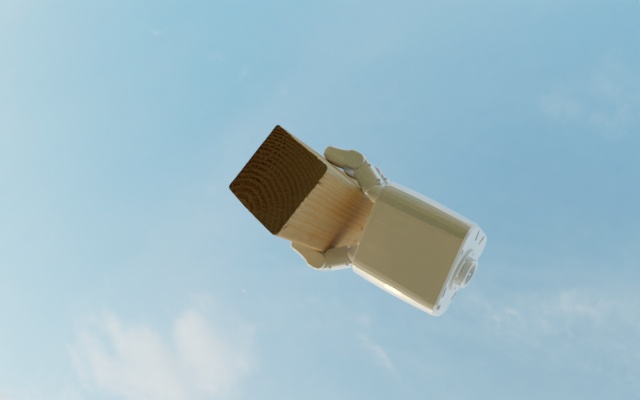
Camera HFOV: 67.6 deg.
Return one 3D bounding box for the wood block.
[{"bbox_3d":[0.000,0.002,0.579,0.090,0.091,0.206,42,7,30],"label":"wood block"}]
